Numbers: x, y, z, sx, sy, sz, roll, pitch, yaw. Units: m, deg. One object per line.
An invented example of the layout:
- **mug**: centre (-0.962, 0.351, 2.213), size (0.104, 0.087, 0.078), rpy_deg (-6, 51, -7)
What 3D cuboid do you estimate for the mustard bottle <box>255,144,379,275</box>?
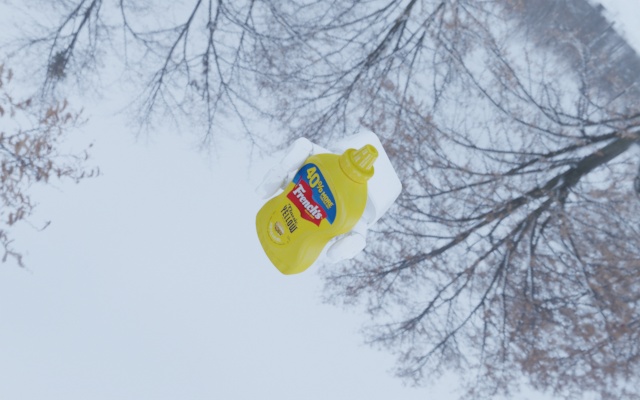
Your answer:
- **mustard bottle**: centre (0.000, 0.002, 0.557), size (0.058, 0.096, 0.192), rpy_deg (0, -35, -46)
